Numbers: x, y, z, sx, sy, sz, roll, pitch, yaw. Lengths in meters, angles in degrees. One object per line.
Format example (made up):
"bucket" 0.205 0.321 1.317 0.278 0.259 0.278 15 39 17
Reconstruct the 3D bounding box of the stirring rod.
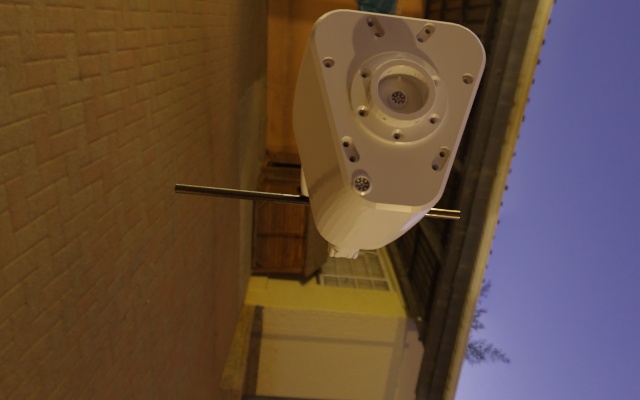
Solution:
"stirring rod" 0.000 0.001 0.404 0.239 0.011 0.011 5 -1 -5
